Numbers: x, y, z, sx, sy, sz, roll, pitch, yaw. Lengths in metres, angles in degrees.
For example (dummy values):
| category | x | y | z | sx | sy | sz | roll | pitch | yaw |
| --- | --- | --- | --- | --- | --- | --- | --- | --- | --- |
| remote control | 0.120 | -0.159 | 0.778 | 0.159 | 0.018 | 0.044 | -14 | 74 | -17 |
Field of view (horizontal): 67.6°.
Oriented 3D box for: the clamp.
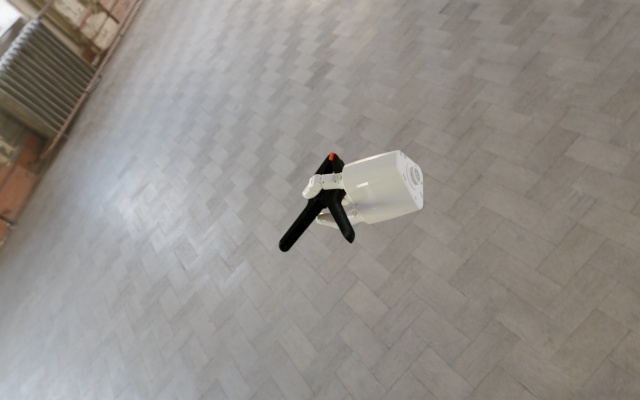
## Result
| category | x | y | z | sx | sy | sz | roll | pitch | yaw |
| --- | --- | --- | --- | --- | --- | --- | --- | --- | --- |
| clamp | 0.000 | 0.002 | 0.890 | 0.164 | 0.209 | 0.036 | -17 | -42 | 32 |
